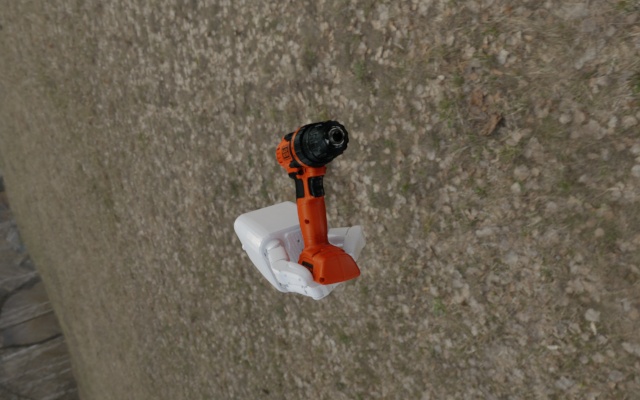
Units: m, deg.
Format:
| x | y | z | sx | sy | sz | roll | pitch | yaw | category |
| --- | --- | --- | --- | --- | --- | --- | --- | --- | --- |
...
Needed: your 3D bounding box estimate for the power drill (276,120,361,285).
| x | y | z | sx | sy | sz | roll | pitch | yaw | category |
| --- | --- | --- | --- | --- | --- | --- | --- | --- | --- |
| 0.000 | 0.002 | 0.576 | 0.057 | 0.187 | 0.184 | -9 | 3 | -17 | power drill |
